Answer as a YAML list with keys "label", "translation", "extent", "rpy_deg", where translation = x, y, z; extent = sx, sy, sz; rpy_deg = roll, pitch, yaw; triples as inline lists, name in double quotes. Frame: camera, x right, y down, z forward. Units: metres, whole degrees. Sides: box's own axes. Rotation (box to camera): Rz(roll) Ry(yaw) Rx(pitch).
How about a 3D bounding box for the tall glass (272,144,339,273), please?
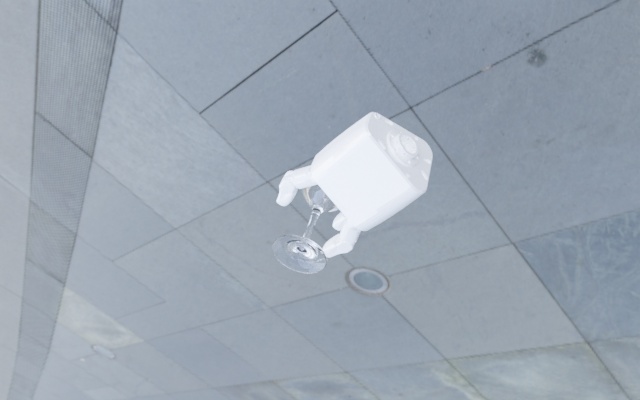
- label: "tall glass"
  translation: [0.000, 0.003, 0.683]
  extent: [0.079, 0.079, 0.201]
  rpy_deg: [0, 43, 22]
